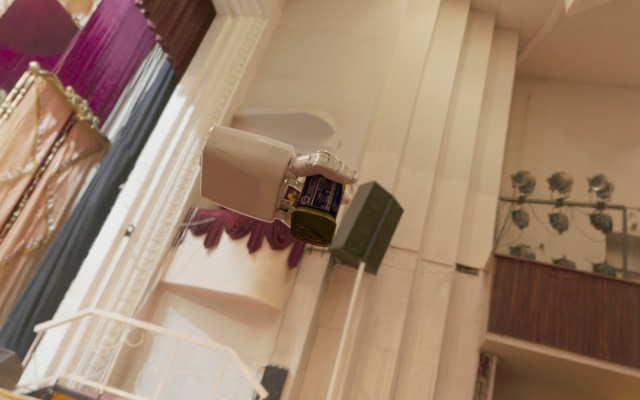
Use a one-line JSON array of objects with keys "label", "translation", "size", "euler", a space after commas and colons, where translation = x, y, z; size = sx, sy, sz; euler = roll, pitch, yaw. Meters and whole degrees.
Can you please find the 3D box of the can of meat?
[{"label": "can of meat", "translation": [0.000, 0.002, 0.621], "size": [0.057, 0.084, 0.102], "euler": [16, -26, 3]}]
